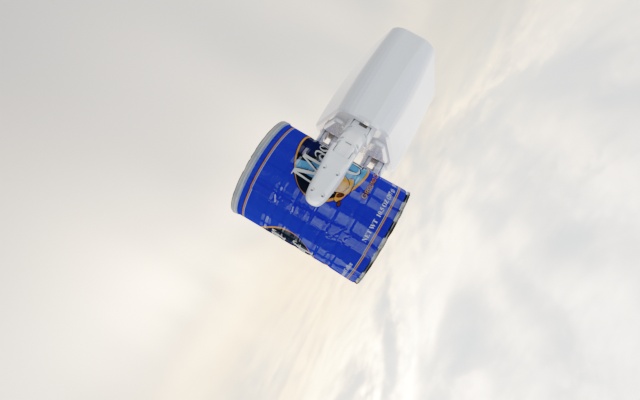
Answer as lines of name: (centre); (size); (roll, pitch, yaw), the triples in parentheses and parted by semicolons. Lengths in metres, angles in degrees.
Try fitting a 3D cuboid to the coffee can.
coffee can: (0.000, 0.002, 0.463); (0.140, 0.103, 0.103); (30, 2, 4)
